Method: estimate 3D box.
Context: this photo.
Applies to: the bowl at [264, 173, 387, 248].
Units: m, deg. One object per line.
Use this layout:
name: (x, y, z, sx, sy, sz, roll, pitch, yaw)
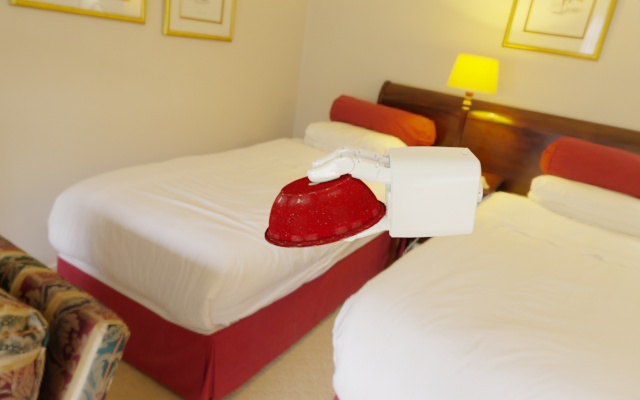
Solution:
bowl: (-0.001, 0.002, 0.608, 0.162, 0.055, 0.162, -13, 17, 4)
